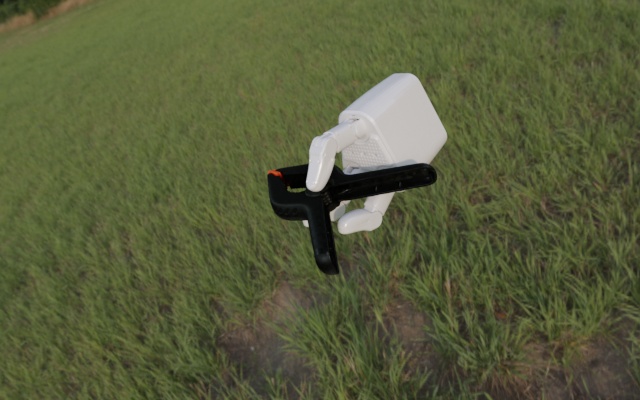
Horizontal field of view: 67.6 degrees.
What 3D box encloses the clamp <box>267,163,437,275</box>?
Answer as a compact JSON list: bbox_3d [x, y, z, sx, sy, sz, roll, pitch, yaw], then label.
[{"bbox_3d":[0.000,0.001,0.530,0.210,0.036,0.164,13,46,44],"label":"clamp"}]
